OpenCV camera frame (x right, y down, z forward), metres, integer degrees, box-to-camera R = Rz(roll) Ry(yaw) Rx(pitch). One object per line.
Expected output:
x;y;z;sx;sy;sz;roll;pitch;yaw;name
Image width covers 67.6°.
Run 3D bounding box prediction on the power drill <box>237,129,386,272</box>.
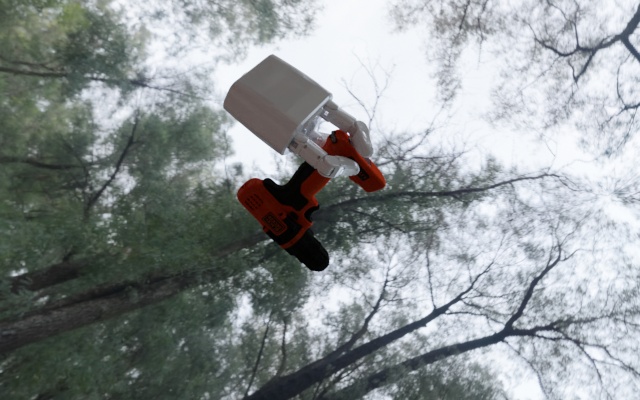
0.000;0.002;0.699;0.188;0.184;0.057;-38;21;14;power drill
